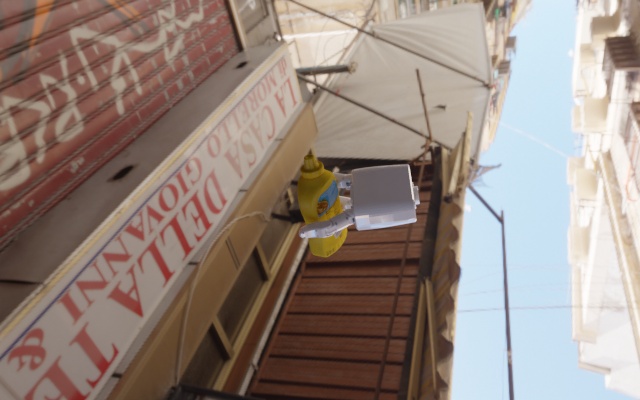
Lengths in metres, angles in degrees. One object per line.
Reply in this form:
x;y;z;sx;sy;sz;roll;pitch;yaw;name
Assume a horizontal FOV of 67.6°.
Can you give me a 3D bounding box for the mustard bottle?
0.000;0.003;0.865;0.058;0.192;0.096;9;40;30;mustard bottle
